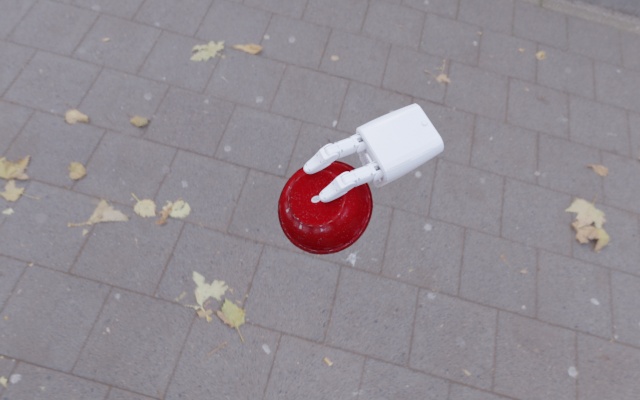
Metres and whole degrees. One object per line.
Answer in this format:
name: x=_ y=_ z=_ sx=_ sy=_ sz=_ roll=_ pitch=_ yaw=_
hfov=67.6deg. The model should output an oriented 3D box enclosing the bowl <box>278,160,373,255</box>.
bowl: x=-0.001 y=0.003 z=0.761 sx=0.162 sy=0.162 sz=0.055 roll=0 pitch=-15 yaw=15
